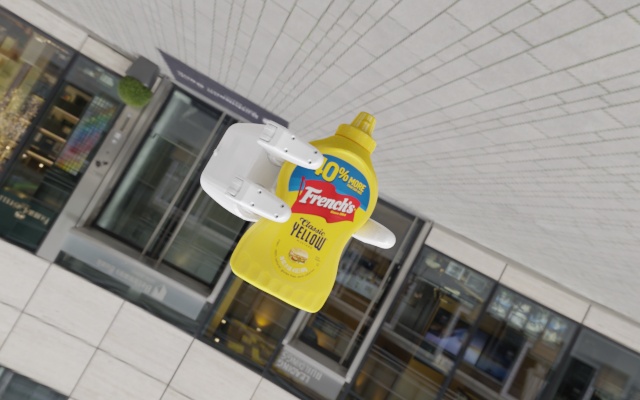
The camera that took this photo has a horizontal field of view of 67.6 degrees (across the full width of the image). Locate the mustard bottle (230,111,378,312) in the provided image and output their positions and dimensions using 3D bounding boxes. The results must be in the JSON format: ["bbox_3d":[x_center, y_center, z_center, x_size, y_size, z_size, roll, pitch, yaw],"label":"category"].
[{"bbox_3d":[0.000,0.002,0.455,0.096,0.191,0.058,30,-5,-12],"label":"mustard bottle"}]
